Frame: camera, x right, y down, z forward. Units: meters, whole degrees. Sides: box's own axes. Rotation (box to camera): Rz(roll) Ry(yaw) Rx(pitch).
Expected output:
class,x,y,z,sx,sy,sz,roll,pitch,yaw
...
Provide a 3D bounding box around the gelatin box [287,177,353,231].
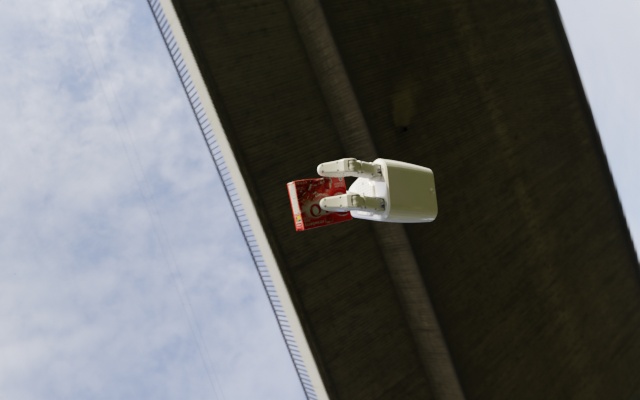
class,x,y,z,sx,sy,sz,roll,pitch,yaw
gelatin box,0.000,0.002,0.724,0.089,0.073,0.030,-10,-3,-30
